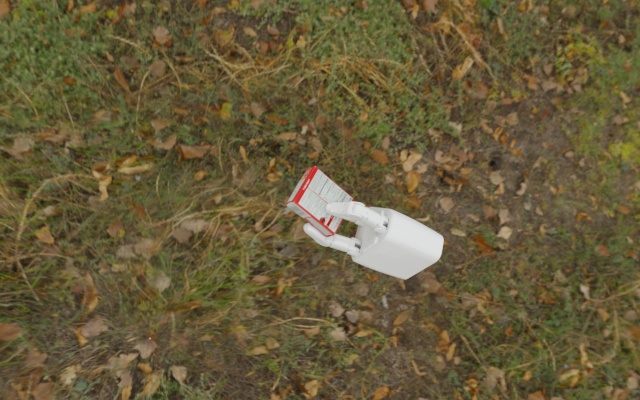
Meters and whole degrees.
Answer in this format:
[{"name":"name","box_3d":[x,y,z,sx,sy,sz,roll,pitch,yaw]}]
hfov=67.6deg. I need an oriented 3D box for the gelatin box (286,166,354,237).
[{"name":"gelatin box","box_3d":[0.000,0.002,0.746,0.089,0.073,0.030,40,-28,-20]}]
